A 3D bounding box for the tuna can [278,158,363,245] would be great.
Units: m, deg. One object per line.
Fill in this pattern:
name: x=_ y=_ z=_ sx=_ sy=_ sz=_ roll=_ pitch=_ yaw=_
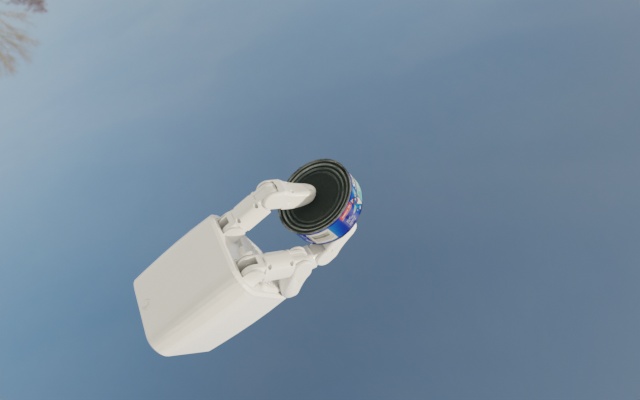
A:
tuna can: x=0.000 y=0.002 z=0.496 sx=0.086 sy=0.086 sz=0.034 roll=0 pitch=-26 yaw=34
